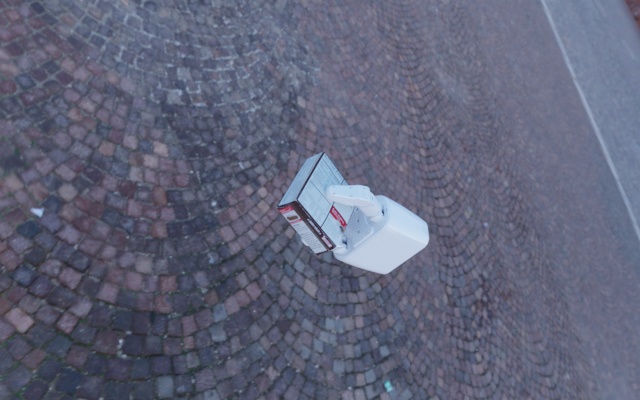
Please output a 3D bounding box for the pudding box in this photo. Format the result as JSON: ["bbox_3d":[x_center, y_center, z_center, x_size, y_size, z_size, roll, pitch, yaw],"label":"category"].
[{"bbox_3d":[0.000,0.002,0.639,0.039,0.090,0.113,-24,25,36],"label":"pudding box"}]
